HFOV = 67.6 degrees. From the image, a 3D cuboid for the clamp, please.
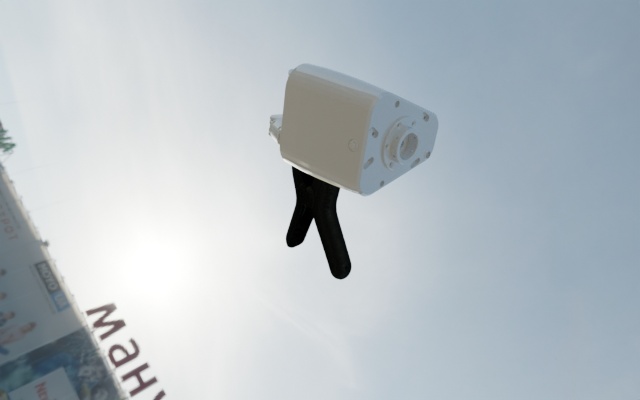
[{"bbox_3d":[0.001,0.001,0.534,0.039,0.171,0.120,-17,33,-35],"label":"clamp"}]
